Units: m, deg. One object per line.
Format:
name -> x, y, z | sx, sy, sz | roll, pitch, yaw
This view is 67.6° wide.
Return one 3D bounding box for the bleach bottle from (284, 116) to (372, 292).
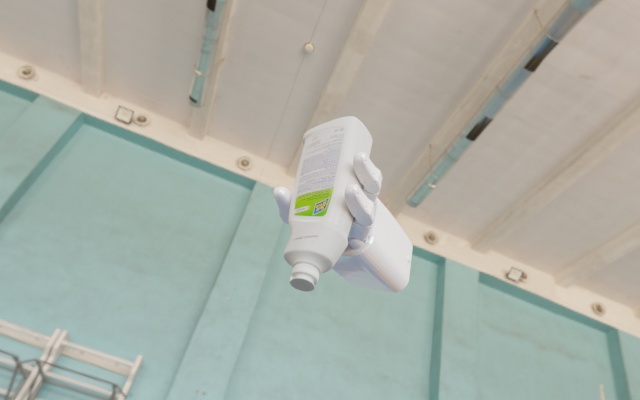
bleach bottle -> 0.000, 0.002, 0.612 | 0.102, 0.250, 0.068 | -17, -49, 34
